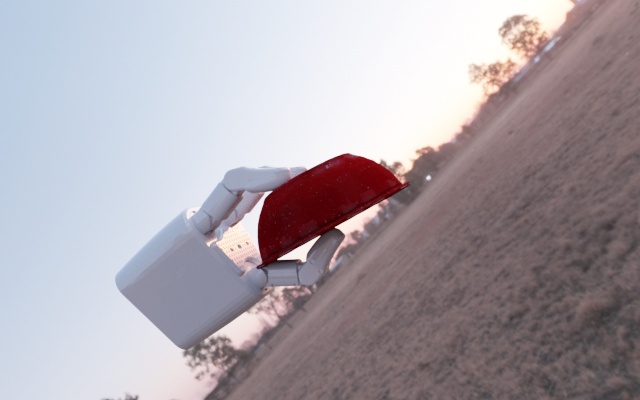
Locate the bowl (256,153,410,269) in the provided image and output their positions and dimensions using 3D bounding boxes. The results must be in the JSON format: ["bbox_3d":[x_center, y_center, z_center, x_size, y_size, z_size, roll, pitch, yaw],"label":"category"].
[{"bbox_3d":[0.001,0.000,0.445,0.162,0.055,0.162,-29,-3,-2],"label":"bowl"}]
